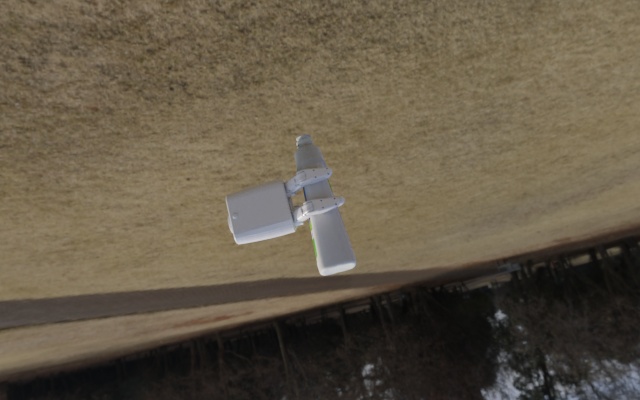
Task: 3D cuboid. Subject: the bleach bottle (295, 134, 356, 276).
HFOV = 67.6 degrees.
[{"bbox_3d":[0.000,0.003,0.859,0.068,0.250,0.102,-15,-15,-2],"label":"bleach bottle"}]
